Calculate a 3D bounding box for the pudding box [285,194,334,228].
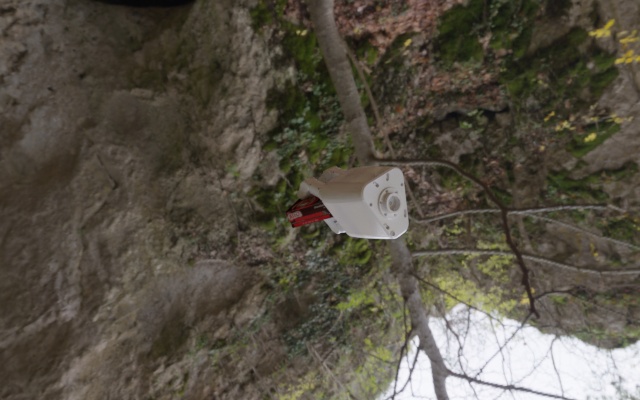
[{"bbox_3d":[0.000,0.003,0.871,0.090,0.039,0.113,-15,15,30],"label":"pudding box"}]
